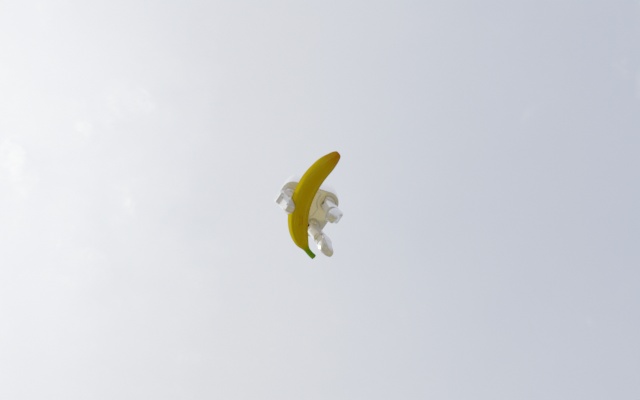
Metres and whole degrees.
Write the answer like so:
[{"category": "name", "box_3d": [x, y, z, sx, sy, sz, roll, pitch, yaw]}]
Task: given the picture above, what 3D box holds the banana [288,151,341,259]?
[{"category": "banana", "box_3d": [-0.019, 0.001, 0.853, 0.069, 0.198, 0.037, 14, 11, 4]}]
